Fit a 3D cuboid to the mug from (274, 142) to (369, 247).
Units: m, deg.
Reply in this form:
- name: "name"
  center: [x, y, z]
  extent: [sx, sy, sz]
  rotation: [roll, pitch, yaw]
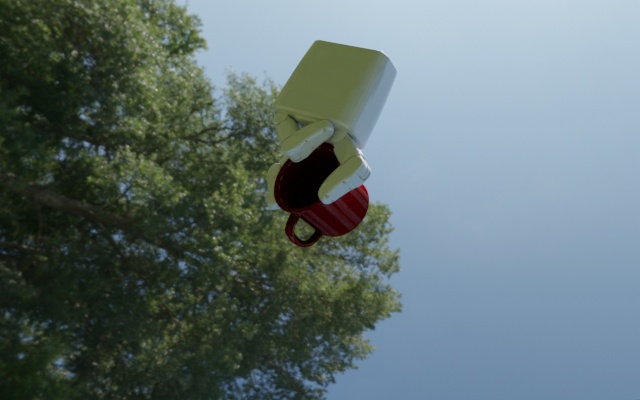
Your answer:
- name: "mug"
  center: [0.000, 0.003, 0.563]
  extent: [0.093, 0.117, 0.081]
  rotation: [15, -19, 42]
